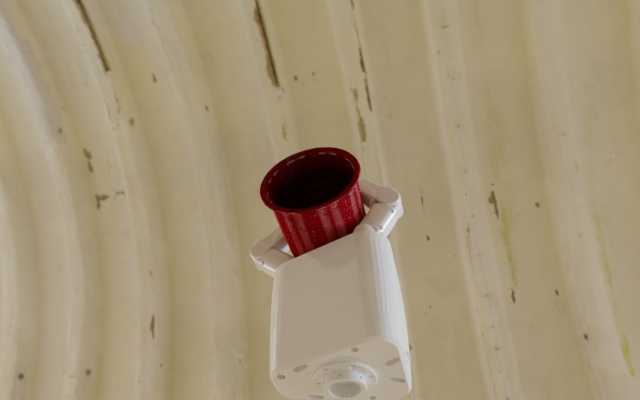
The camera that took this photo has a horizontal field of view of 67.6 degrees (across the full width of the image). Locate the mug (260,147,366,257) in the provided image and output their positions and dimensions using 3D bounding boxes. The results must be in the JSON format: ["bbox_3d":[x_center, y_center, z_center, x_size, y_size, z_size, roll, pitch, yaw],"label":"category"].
[{"bbox_3d":[0.000,0.001,0.461,0.093,0.082,0.117,-10,39,10],"label":"mug"}]
